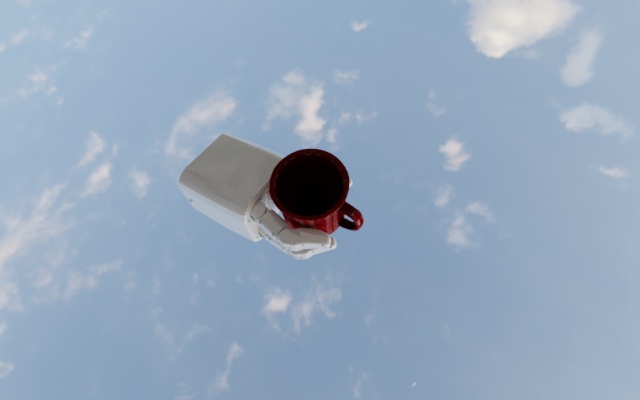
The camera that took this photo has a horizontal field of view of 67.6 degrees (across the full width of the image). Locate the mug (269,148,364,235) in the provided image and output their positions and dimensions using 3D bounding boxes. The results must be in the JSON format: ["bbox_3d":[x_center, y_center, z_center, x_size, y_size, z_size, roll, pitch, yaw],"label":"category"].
[{"bbox_3d":[0.001,0.003,0.579,0.117,0.093,0.081,26,-20,15],"label":"mug"}]
